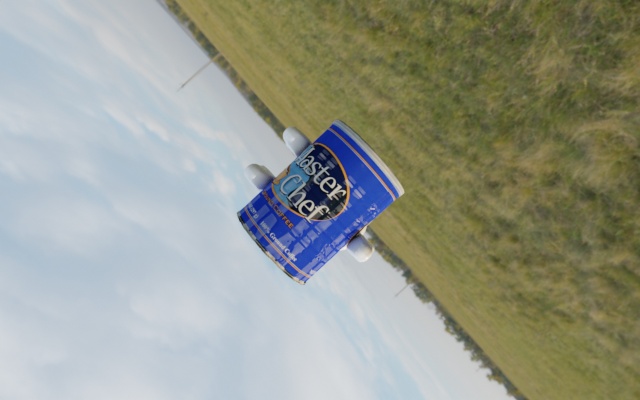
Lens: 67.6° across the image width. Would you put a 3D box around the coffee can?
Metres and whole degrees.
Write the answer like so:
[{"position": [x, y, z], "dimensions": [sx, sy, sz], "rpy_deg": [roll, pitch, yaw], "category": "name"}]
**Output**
[{"position": [0.000, 0.002, 0.491], "dimensions": [0.140, 0.103, 0.103], "rpy_deg": [-43, -1, 1], "category": "coffee can"}]
